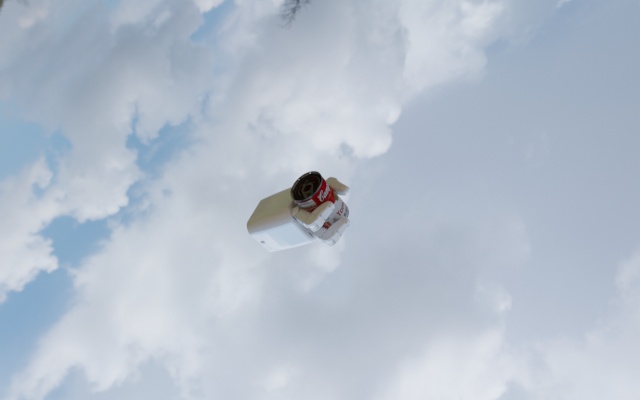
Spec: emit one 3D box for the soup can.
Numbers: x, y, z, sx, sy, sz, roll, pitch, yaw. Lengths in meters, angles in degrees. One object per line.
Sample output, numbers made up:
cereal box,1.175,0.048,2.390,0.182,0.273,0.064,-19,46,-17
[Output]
soup can,0.001,0.003,0.889,0.068,0.068,0.102,0,-36,40
